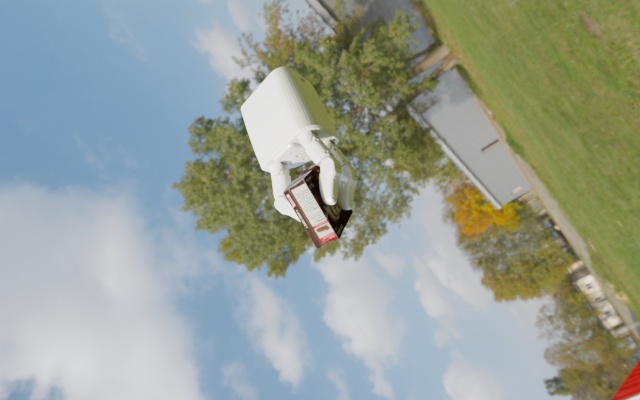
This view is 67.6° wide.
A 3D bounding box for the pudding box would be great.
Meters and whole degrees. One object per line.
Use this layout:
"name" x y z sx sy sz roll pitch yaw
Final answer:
"pudding box" 0.000 0.002 0.647 0.039 0.090 0.113 -28 9 22
